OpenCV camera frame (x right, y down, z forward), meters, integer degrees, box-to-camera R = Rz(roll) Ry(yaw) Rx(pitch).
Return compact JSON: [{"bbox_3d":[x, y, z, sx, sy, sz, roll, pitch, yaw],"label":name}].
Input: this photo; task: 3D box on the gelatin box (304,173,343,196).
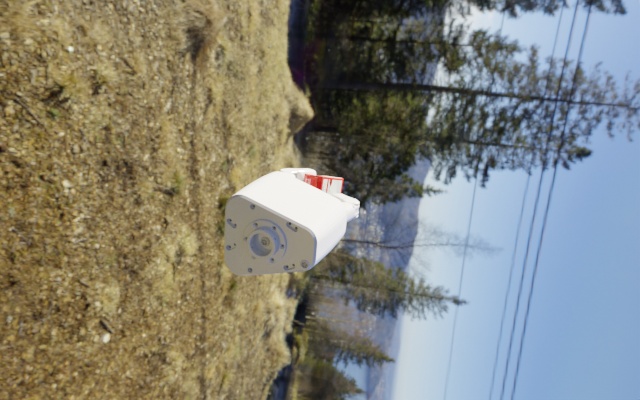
[{"bbox_3d":[0.001,0.002,0.658,0.030,0.073,0.089,10,4,20],"label":"gelatin box"}]
